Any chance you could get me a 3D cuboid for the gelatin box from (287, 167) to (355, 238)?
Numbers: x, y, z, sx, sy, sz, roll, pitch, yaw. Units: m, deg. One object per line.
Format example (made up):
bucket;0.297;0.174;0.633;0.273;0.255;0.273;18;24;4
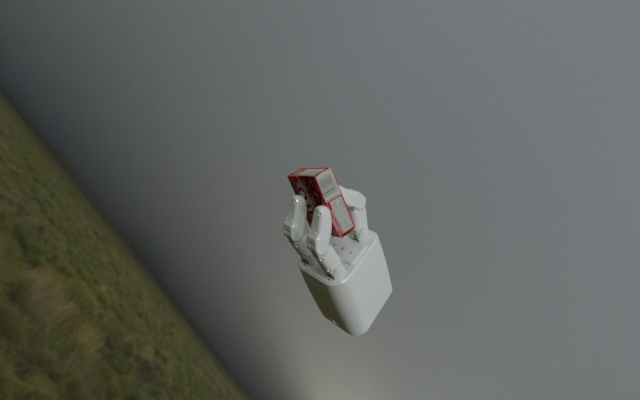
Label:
gelatin box;0.000;0.002;0.622;0.030;0.089;0.073;-31;18;-26
